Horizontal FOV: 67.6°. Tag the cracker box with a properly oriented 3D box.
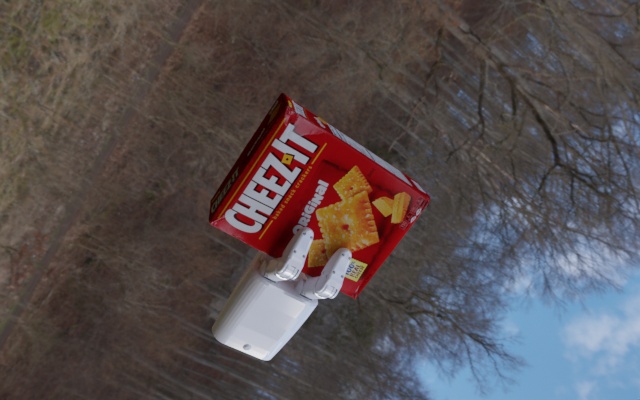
[{"bbox_3d":[0.000,0.002,0.576,0.214,0.164,0.072,30,15,-21],"label":"cracker box"}]
